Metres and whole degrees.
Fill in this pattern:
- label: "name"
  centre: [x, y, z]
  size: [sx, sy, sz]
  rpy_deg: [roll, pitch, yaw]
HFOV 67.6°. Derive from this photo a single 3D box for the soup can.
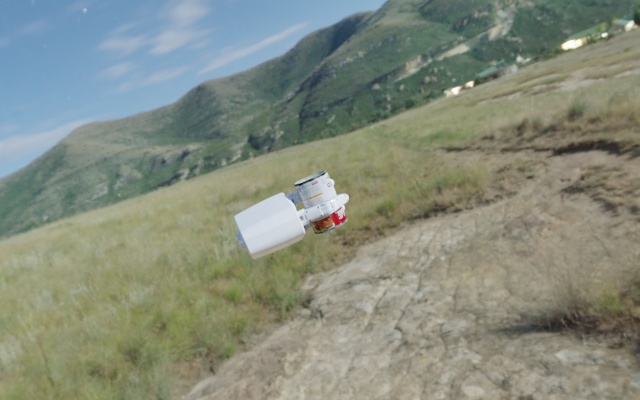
- label: "soup can"
  centre: [0.000, 0.002, 0.897]
  size: [0.068, 0.102, 0.068]
  rpy_deg: [-23, 9, 4]
